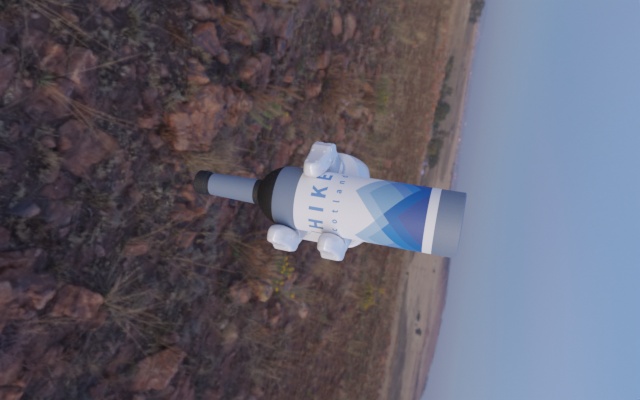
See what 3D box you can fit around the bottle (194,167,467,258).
[{"bbox_3d":[0.000,0.002,0.513,0.295,0.069,0.069,10,2,15],"label":"bottle"}]
